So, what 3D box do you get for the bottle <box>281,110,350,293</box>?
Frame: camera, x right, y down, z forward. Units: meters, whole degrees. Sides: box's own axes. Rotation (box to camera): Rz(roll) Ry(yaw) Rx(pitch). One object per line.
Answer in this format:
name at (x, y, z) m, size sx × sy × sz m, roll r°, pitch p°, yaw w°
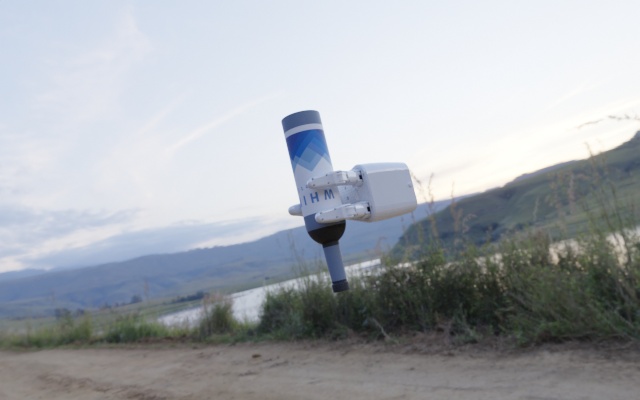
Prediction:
bottle at (0.000, 0.002, 0.781) m, size 0.069 × 0.295 × 0.069 m, roll -13°, pitch -7°, yaw -2°
